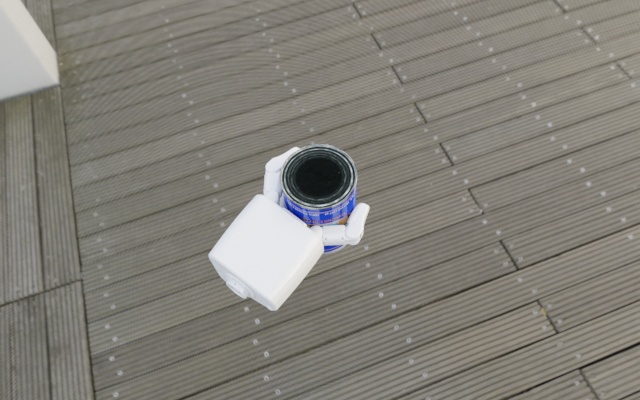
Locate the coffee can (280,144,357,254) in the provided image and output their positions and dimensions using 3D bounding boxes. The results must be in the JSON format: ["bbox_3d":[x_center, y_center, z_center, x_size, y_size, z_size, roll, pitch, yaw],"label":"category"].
[{"bbox_3d":[0.000,0.002,0.684,0.103,0.102,0.140,0,-30,3],"label":"coffee can"}]
